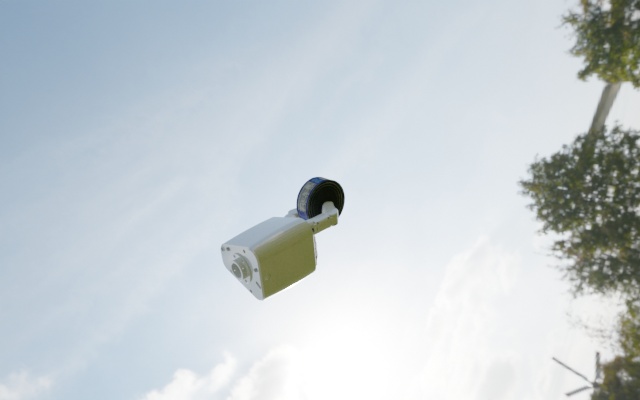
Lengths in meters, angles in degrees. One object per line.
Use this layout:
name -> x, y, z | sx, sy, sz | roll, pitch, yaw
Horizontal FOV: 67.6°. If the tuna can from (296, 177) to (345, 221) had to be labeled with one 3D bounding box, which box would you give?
tuna can -> 0.000, 0.003, 0.825 | 0.086, 0.086, 0.033 | 0, 14, -43
